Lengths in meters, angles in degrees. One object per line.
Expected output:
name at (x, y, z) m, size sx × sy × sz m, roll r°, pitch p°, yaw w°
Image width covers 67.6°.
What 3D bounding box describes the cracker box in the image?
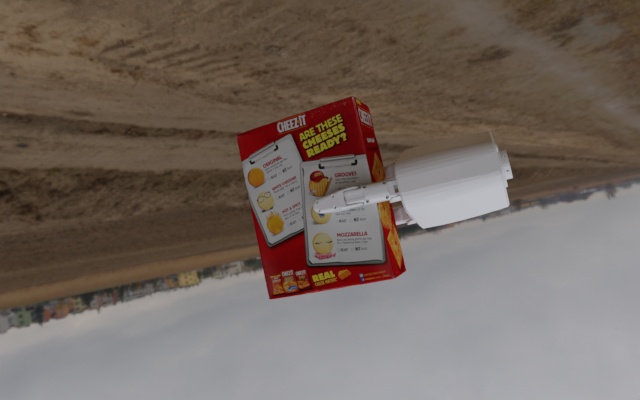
cracker box at (0.000, 0.002, 0.593) m, size 0.164 × 0.213 × 0.072 m, roll -14°, pitch -6°, yaw 22°
